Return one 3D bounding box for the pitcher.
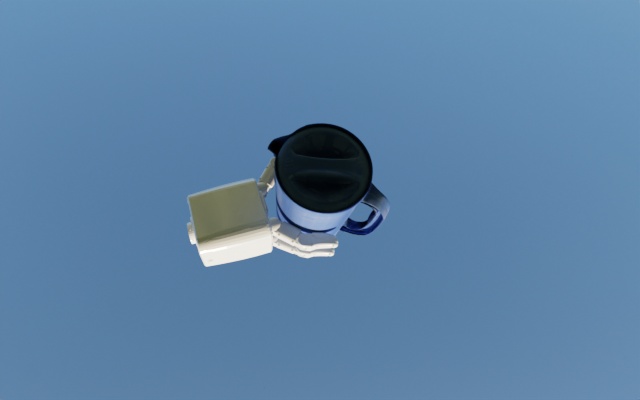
[{"bbox_3d":[0.000,0.002,0.737,0.145,0.149,0.243,-15,-19,-13],"label":"pitcher"}]
